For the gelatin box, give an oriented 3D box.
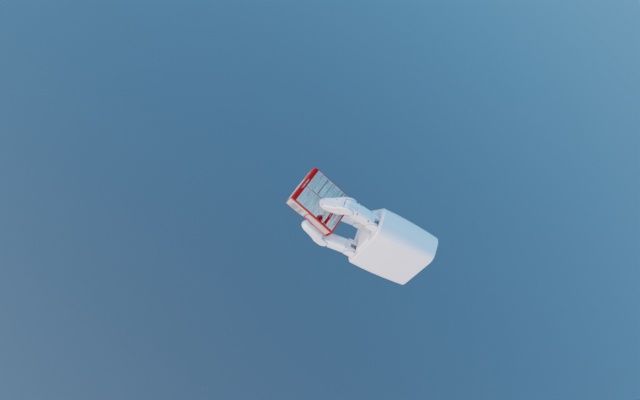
[{"bbox_3d":[0.000,0.002,0.779,0.089,0.073,0.030,41,-28,-9],"label":"gelatin box"}]
